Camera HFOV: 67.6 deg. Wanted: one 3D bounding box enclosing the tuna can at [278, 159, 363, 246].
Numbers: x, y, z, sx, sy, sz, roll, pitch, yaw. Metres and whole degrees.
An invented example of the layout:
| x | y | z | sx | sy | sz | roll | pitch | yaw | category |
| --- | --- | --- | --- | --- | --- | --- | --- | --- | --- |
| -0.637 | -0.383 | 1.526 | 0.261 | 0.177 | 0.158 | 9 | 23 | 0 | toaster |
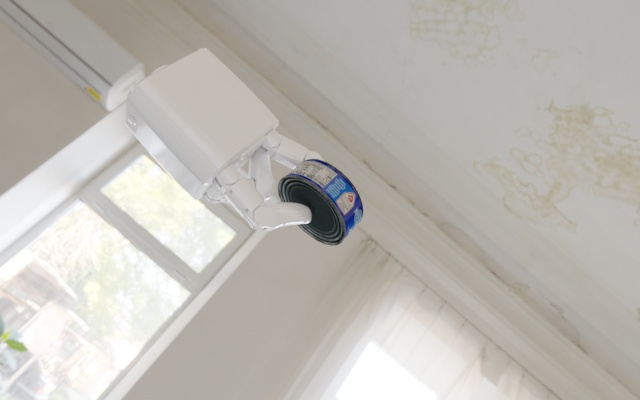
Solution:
| x | y | z | sx | sy | sz | roll | pitch | yaw | category |
| --- | --- | --- | --- | --- | --- | --- | --- | --- | --- |
| 0.000 | 0.001 | 0.474 | 0.033 | 0.086 | 0.086 | -43 | 24 | -29 | tuna can |
